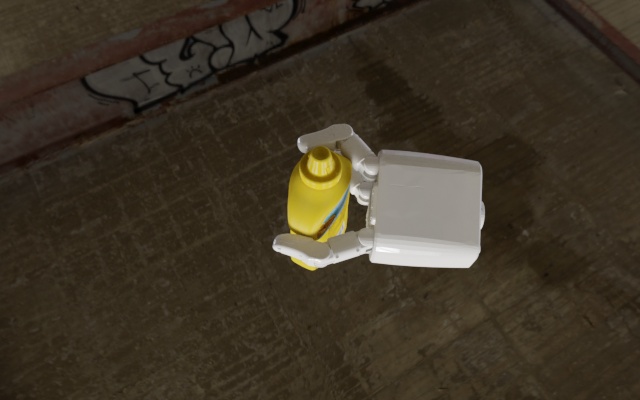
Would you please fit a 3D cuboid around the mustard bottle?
[{"bbox_3d":[0.000,0.002,0.519,0.058,0.096,0.192,27,-25,12],"label":"mustard bottle"}]
